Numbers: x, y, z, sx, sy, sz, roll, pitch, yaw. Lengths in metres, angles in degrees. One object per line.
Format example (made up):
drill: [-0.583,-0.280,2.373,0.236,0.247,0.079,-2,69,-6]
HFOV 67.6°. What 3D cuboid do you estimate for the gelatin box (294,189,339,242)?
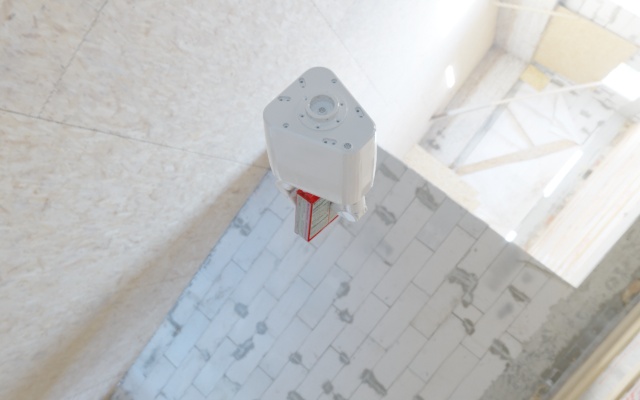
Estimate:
gelatin box: [0.000,0.003,0.628,0.030,0.089,0.073,36,57,22]
